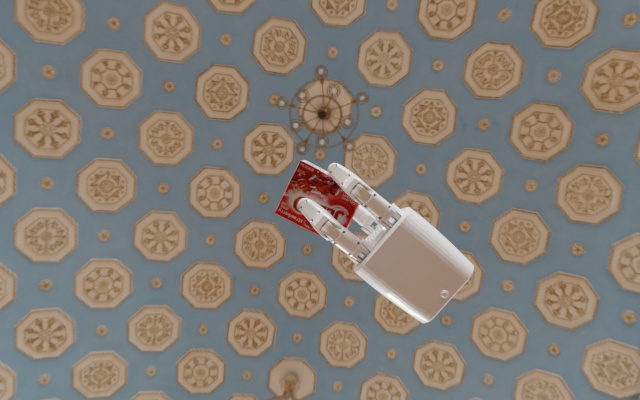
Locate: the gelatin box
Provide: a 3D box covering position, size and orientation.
[{"bbox_3d":[0.000,0.002,0.586,0.089,0.073,0.030,27,8,4],"label":"gelatin box"}]
